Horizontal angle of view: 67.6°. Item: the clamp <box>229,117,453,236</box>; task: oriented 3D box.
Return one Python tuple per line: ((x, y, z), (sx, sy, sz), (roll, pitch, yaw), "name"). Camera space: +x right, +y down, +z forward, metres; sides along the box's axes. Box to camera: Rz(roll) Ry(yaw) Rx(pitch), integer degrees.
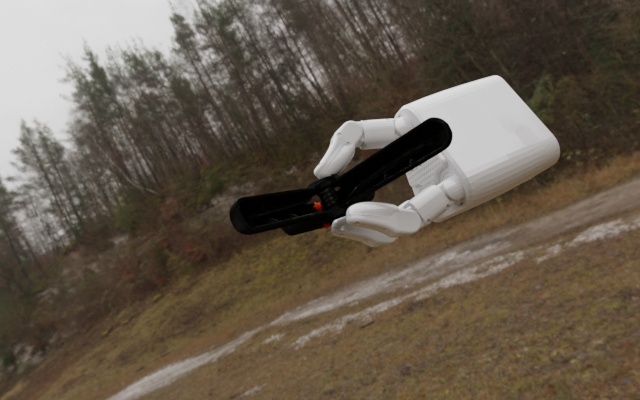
((0.000, 0.001, 0.407), (0.164, 0.036, 0.210), (-21, -8, -16), "clamp")
